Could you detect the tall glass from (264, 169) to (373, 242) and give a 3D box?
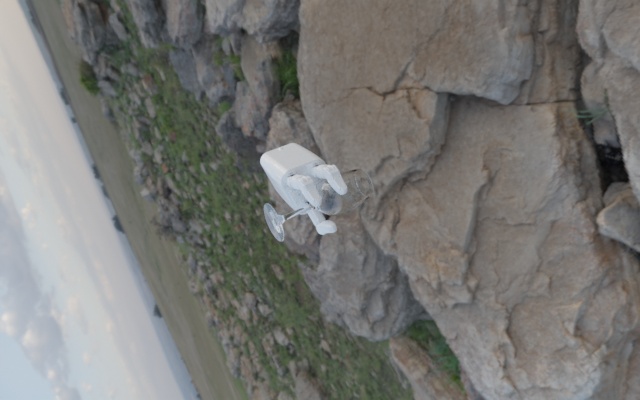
[{"bbox_3d":[0.000,0.003,0.888,0.201,0.079,0.079,-23,9,-22],"label":"tall glass"}]
